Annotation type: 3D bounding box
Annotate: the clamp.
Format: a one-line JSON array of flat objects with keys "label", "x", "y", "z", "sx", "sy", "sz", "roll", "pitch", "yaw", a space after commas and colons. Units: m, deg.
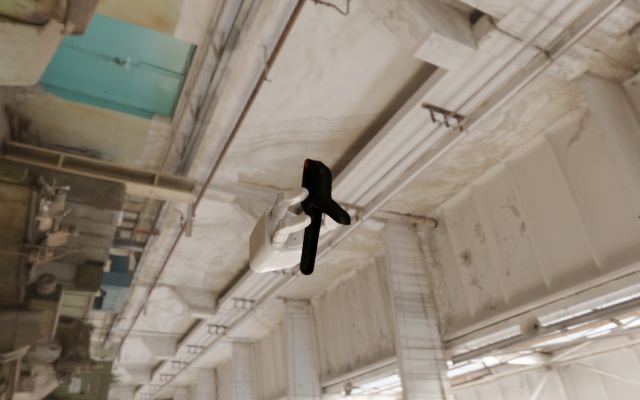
[{"label": "clamp", "x": 0.001, "y": 0.003, "z": 0.822, "sx": 0.036, "sy": 0.209, "sz": 0.165, "roll": 12, "pitch": -35, "yaw": -23}]
